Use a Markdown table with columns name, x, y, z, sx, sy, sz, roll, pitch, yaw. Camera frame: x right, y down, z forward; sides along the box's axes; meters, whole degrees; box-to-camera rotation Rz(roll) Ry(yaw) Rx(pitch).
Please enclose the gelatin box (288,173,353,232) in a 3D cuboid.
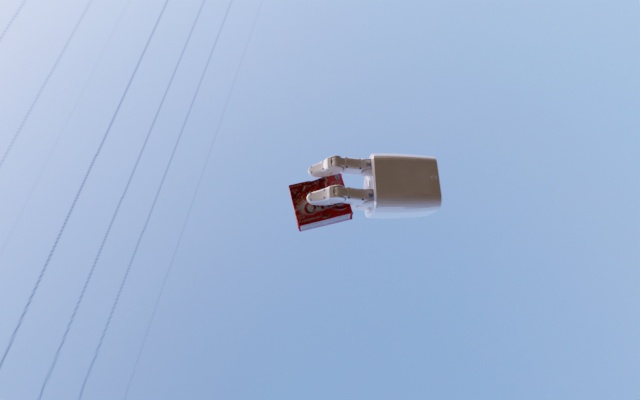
| name | x | y | z | sx | sy | sz | roll | pitch | yaw |
| --- | --- | --- | --- | --- | --- | --- | --- | --- | --- |
| gelatin box | 0.000 | 0.003 | 0.756 | 0.089 | 0.073 | 0.030 | -13 | -24 | -4 |
